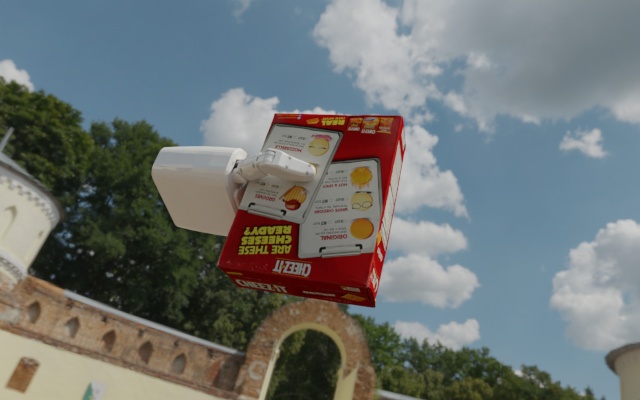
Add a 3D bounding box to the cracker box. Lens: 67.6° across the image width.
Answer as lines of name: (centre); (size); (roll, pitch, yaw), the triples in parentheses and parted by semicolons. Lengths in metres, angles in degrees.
cracker box: (0.000, 0.002, 0.545); (0.164, 0.213, 0.072); (5, -30, 19)
